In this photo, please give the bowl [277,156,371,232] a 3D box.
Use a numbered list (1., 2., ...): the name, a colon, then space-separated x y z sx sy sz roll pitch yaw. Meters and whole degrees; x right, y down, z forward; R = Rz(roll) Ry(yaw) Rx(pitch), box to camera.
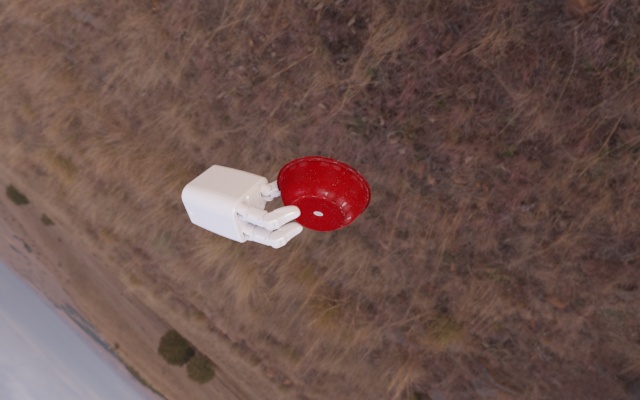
1. bowl: 0.001 0.003 0.783 0.162 0.055 0.162 9 -39 7
